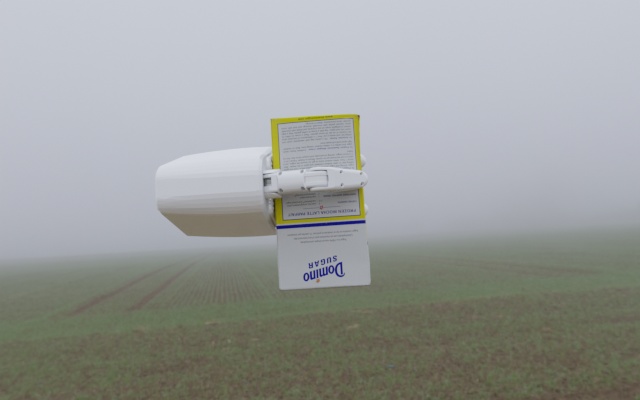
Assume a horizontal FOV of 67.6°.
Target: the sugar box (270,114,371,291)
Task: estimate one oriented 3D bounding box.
[{"bbox_3d":[0.000,0.002,0.496,0.093,0.176,0.048,-3,-4,3],"label":"sugar box"}]
